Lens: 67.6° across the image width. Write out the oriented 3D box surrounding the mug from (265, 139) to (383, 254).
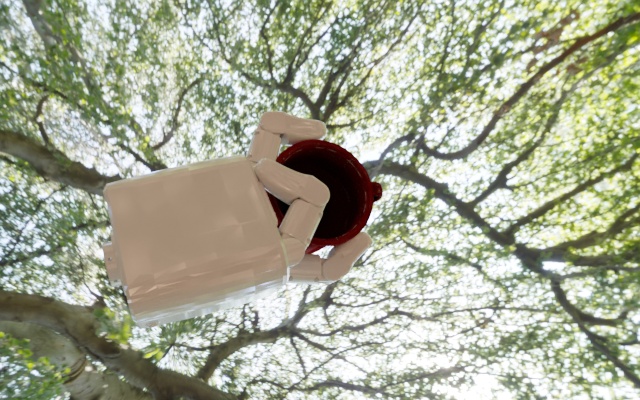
[{"bbox_3d":[0.001,0.001,0.436,0.117,0.093,0.081,-11,-13,-22],"label":"mug"}]
